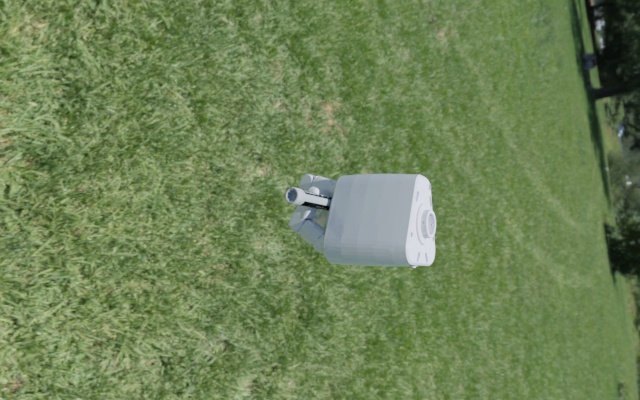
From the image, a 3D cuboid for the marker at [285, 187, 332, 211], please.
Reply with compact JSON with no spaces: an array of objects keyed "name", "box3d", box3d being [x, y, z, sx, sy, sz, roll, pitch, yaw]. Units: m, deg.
[{"name":"marker","box3d":[0.000,0.002,0.579,0.020,0.020,0.121,0,-7,32]}]
